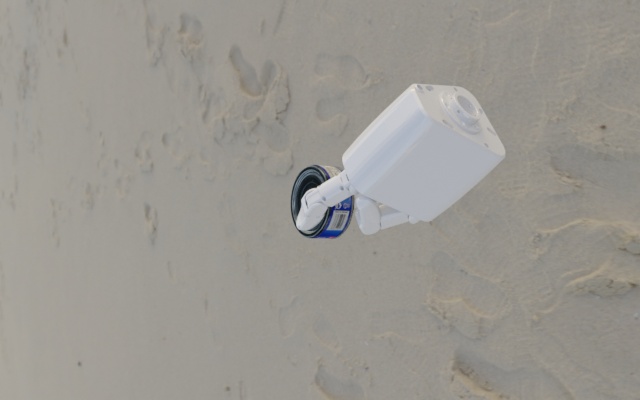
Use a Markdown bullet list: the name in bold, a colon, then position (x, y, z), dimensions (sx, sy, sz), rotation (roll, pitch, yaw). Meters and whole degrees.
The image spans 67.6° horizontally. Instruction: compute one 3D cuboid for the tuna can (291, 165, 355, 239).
- **tuna can**: position (0.000, 0.002, 0.552), dimensions (0.034, 0.086, 0.086), rotation (3, -2, -34)
